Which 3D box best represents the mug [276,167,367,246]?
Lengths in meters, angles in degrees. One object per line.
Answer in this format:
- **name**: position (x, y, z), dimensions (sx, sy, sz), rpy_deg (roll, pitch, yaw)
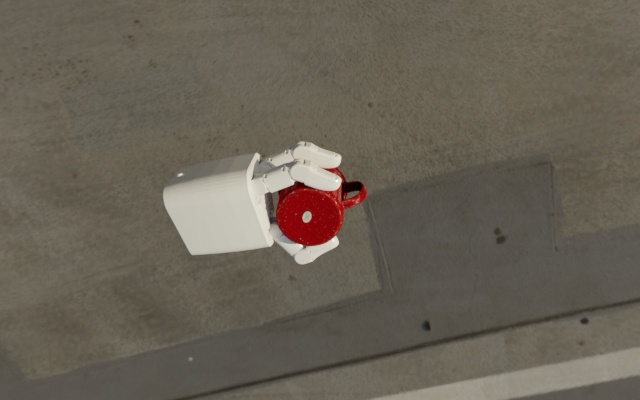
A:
- **mug**: position (0.002, 0.002, 0.595), dimensions (0.117, 0.093, 0.081), rpy_deg (-10, 25, 7)
